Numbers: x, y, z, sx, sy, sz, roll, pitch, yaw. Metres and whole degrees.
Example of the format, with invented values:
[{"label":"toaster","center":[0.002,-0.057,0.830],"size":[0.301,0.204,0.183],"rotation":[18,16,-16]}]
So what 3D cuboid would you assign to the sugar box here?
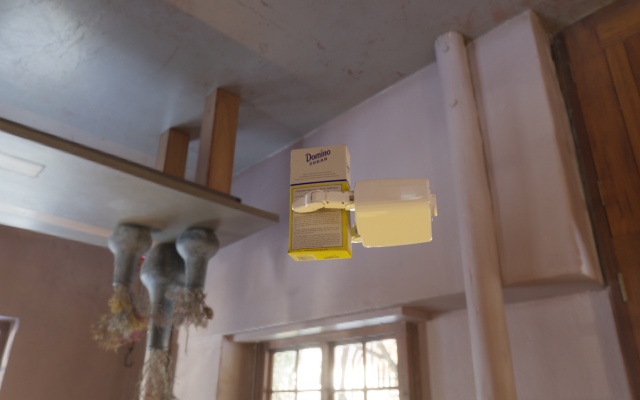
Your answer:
[{"label":"sugar box","center":[0.000,0.003,0.747],"size":[0.093,0.176,0.048],"rotation":[-4,-24,13]}]
